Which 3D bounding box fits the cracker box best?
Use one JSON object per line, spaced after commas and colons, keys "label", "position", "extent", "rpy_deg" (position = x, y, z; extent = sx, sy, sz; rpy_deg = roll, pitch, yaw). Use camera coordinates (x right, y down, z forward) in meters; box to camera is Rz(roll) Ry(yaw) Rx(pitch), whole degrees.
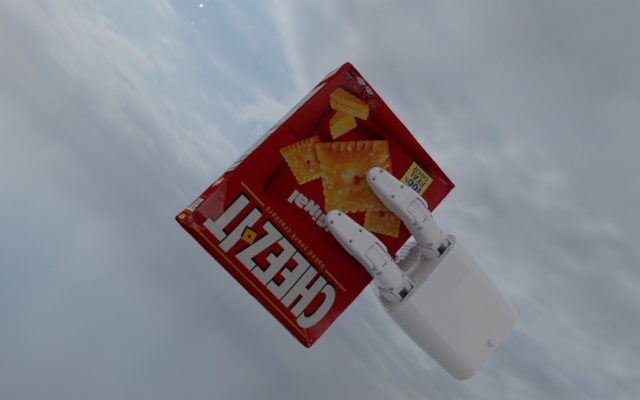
{"label": "cracker box", "position": [0.000, 0.001, 0.454], "extent": [0.213, 0.164, 0.072], "rpy_deg": [-46, 13, -14]}
